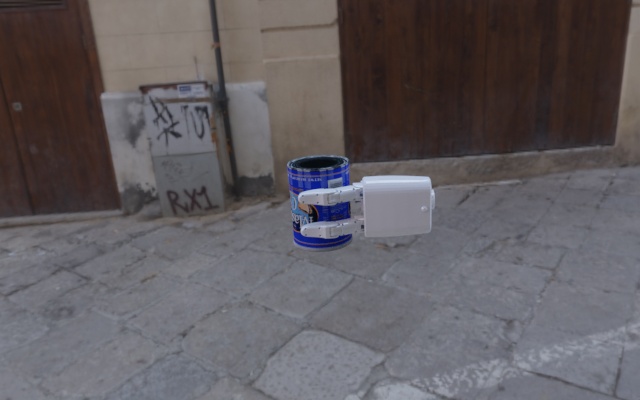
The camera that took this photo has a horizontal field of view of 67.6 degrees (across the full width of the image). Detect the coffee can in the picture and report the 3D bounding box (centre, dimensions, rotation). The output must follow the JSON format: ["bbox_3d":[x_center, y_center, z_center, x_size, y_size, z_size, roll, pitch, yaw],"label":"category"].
[{"bbox_3d":[0.000,0.003,0.807,0.103,0.140,0.102,-4,17,1],"label":"coffee can"}]
